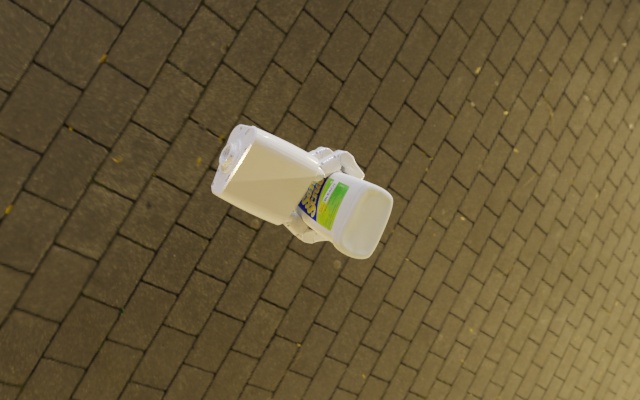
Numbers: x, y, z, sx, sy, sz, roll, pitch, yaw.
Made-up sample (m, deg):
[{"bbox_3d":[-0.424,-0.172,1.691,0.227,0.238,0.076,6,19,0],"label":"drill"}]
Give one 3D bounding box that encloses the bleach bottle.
[{"bbox_3d":[0.000,0.002,0.720,0.068,0.102,0.250,26,-2,-32],"label":"bleach bottle"}]
